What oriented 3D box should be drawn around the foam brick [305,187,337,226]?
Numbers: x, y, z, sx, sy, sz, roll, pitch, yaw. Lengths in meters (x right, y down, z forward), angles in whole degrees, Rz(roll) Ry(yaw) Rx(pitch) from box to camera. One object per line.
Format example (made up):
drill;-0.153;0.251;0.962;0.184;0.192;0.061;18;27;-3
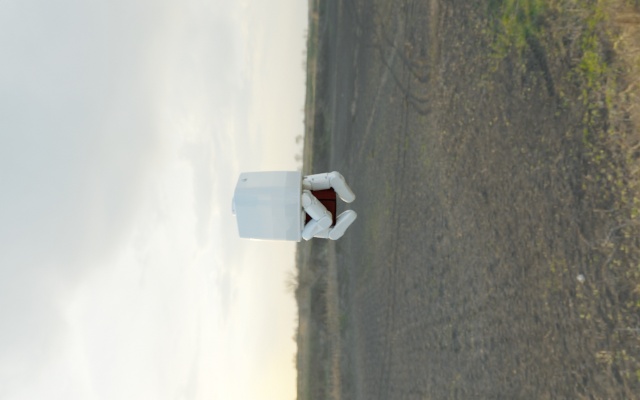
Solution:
foam brick;0.000;0.003;0.817;0.051;0.053;0.078;0;27;-1
